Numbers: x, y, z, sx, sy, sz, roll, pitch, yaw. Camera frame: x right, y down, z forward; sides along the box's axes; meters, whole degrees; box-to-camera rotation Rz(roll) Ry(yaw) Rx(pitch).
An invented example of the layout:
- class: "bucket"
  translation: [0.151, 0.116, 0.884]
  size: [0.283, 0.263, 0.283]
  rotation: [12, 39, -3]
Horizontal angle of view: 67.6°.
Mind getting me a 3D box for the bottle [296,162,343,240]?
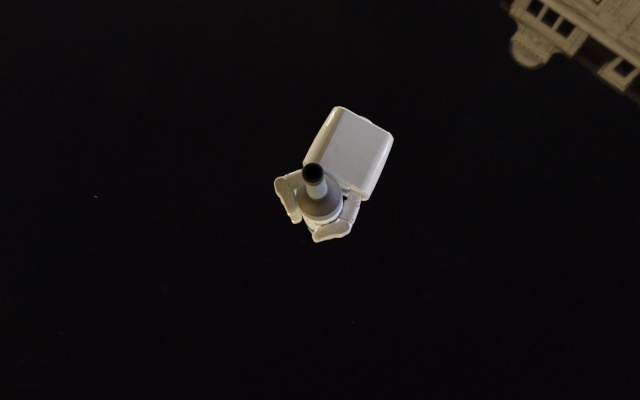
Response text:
- class: "bottle"
  translation: [0.000, 0.003, 0.720]
  size: [0.069, 0.069, 0.296]
  rotation: [0, -14, 4]
